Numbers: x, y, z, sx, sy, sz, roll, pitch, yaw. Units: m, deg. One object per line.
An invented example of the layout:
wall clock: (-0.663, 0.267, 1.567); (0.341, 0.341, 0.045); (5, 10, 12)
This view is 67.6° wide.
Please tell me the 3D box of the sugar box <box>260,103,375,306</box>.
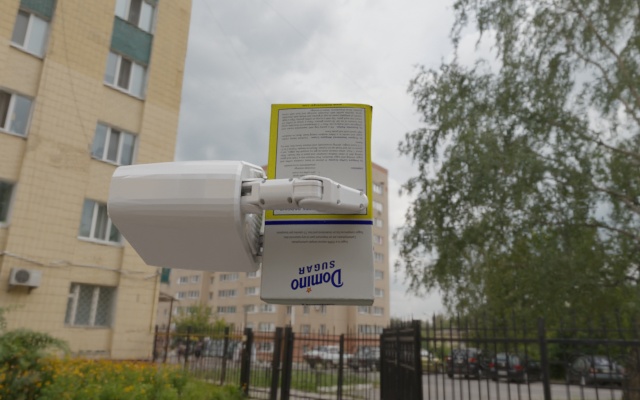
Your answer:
sugar box: (0.000, 0.001, 0.417); (0.093, 0.176, 0.048); (0, -17, 5)
